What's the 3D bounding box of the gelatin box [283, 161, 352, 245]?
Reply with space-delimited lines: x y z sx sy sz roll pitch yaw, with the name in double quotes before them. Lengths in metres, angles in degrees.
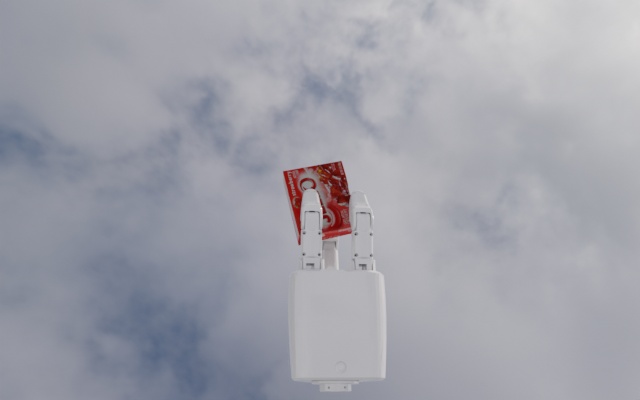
"gelatin box" 0.000 0.002 0.563 0.073 0.089 0.030 -11 -25 -9
